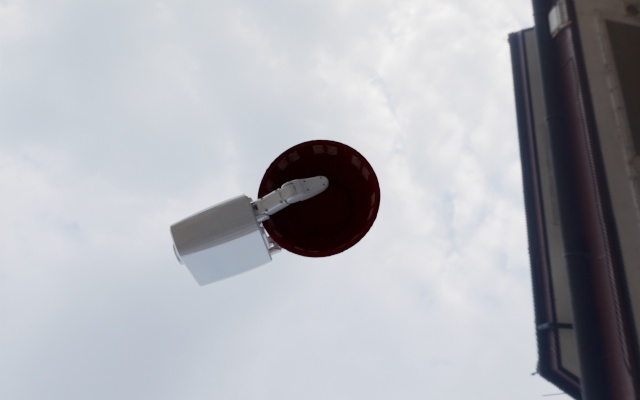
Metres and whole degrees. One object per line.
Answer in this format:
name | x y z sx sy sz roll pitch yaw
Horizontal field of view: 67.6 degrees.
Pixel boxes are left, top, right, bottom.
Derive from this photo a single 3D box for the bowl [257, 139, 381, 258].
bowl | 0.001 0.002 0.640 0.162 0.162 0.055 0 -18 9
